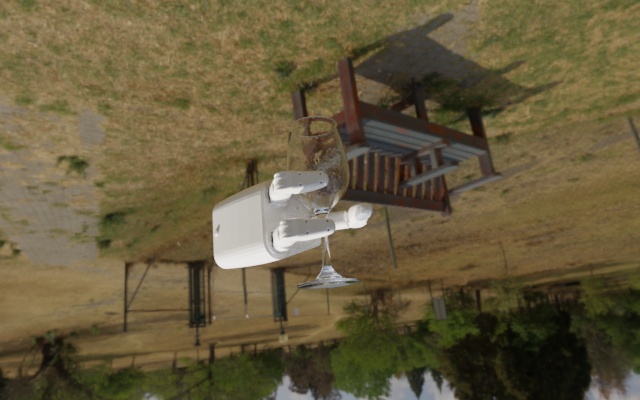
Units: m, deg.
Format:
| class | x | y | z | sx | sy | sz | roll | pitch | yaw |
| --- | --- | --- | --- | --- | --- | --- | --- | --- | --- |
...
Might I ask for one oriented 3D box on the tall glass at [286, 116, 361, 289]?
| class | x | y | z | sx | sy | sz | roll | pitch | yaw |
| --- | --- | --- | --- | --- | --- | --- | --- | --- | --- |
| tall glass | 0.000 | 0.003 | 0.578 | 0.079 | 0.201 | 0.079 | -5 | -15 | -1 |
